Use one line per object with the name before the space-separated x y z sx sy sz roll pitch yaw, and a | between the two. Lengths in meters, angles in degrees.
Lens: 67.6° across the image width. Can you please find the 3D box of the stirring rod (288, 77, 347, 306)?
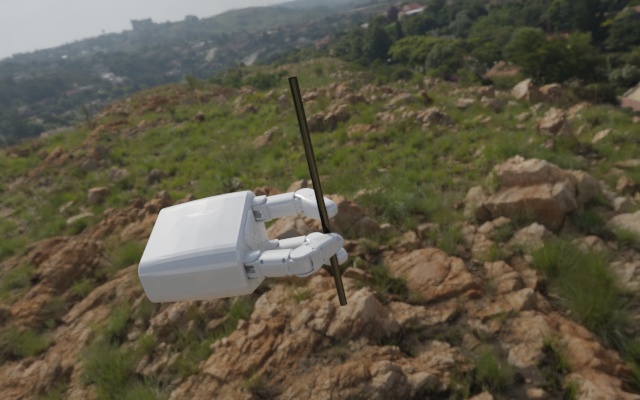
stirring rod | 0.000 0.002 0.462 0.011 0.240 0.011 -11 23 5
